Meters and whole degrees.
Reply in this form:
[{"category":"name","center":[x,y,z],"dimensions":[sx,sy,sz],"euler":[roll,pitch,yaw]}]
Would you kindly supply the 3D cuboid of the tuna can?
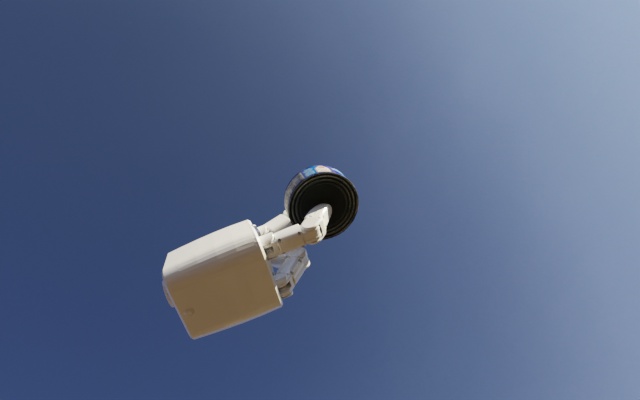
[{"category":"tuna can","center":[0.000,0.002,0.573],"dimensions":[0.086,0.086,0.033],"euler":[0,21,-16]}]
